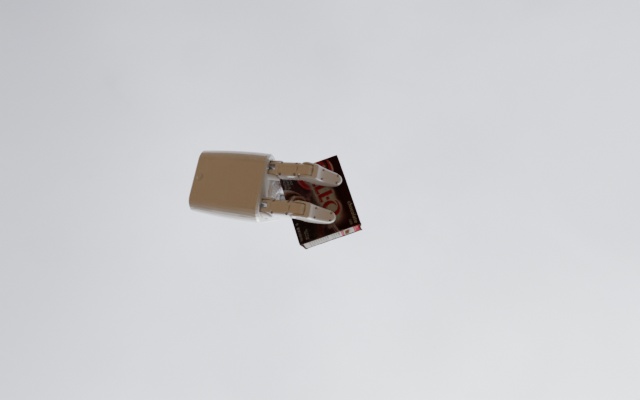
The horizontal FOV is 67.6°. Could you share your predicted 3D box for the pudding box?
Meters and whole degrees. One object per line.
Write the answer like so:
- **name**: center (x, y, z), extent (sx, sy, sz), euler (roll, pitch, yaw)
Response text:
- **pudding box**: center (0.000, 0.002, 0.677), extent (0.090, 0.113, 0.039), euler (-20, -19, 4)
